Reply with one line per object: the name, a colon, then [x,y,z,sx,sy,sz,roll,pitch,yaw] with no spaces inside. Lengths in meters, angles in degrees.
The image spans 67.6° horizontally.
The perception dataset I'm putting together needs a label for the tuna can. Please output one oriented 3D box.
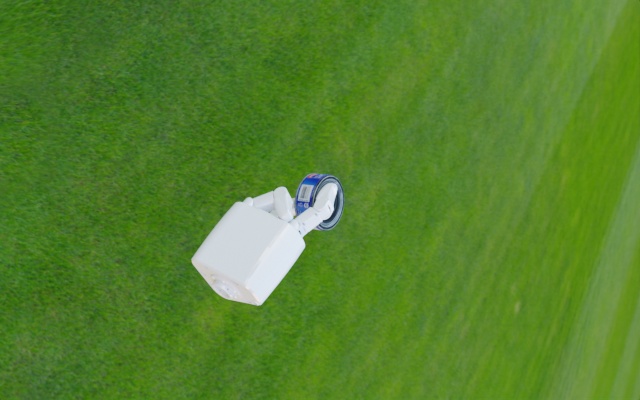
tuna can: [0.001,0.002,0.724,0.034,0.086,0.086,7,4,36]
